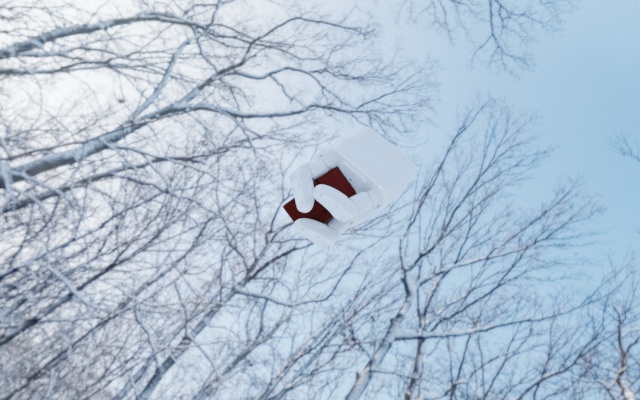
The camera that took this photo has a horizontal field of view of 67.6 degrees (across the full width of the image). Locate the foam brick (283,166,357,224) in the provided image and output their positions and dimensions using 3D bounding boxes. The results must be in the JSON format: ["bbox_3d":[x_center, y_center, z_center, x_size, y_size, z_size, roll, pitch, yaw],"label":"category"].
[{"bbox_3d":[0.000,0.002,0.630,0.078,0.053,0.051,-35,1,43],"label":"foam brick"}]
